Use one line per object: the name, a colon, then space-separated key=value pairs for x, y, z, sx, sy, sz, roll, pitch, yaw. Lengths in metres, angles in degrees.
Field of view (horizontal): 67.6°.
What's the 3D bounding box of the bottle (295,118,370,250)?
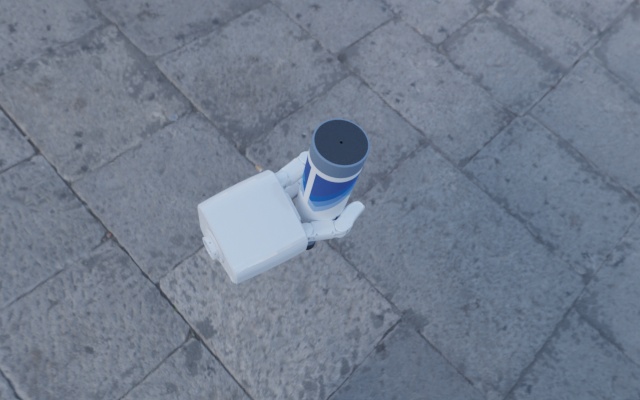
bottle: x=0.000 y=0.002 z=0.664 sx=0.069 sy=0.069 sz=0.296 roll=0 pitch=-27 yaw=-10
